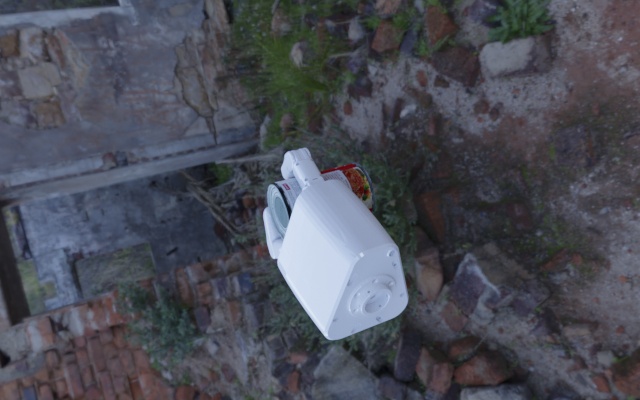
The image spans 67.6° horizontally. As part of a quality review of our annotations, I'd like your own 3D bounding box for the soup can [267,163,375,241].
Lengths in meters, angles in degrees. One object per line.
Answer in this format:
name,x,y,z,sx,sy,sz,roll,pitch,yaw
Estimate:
soup can,0.000,0.001,0.531,0.102,0.068,0.068,-15,6,-22
